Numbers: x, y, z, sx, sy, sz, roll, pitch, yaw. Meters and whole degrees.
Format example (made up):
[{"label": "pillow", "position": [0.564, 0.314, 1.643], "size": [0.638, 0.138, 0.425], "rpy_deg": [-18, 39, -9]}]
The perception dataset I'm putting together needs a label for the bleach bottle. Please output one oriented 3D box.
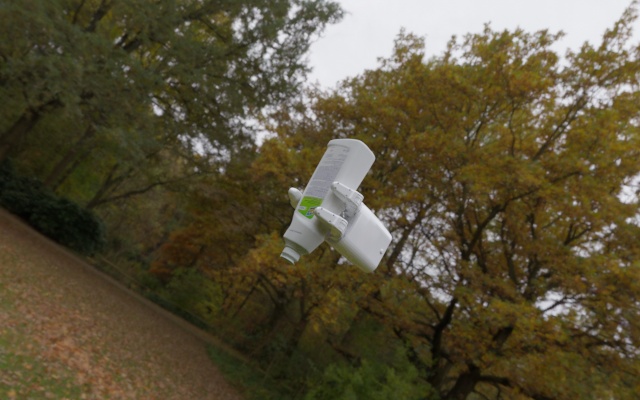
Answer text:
[{"label": "bleach bottle", "position": [0.000, 0.003, 0.872], "size": [0.068, 0.250, 0.102], "rpy_deg": [44, -21, -32]}]
